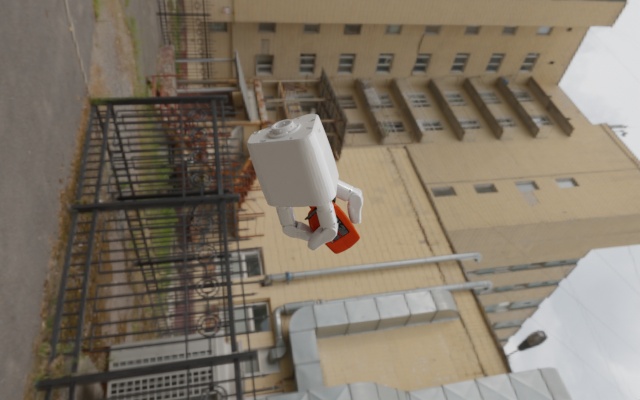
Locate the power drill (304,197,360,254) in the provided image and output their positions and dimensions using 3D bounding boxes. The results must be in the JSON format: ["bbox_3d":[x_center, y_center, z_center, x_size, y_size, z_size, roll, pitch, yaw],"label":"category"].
[{"bbox_3d":[0.000,0.003,0.830,0.057,0.187,0.184,-36,-46,5],"label":"power drill"}]
